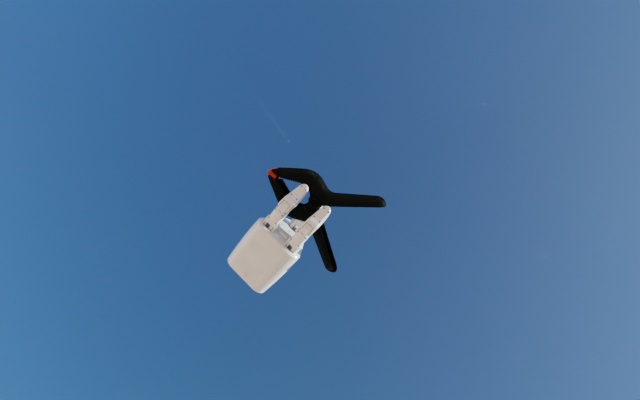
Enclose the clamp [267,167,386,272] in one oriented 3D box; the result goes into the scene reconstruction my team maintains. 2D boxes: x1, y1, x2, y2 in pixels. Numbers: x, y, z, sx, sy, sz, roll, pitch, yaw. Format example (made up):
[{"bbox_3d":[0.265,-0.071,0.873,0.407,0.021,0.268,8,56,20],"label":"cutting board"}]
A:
[{"bbox_3d":[0.000,0.002,0.842,0.210,0.164,0.036,44,18,6],"label":"clamp"}]
